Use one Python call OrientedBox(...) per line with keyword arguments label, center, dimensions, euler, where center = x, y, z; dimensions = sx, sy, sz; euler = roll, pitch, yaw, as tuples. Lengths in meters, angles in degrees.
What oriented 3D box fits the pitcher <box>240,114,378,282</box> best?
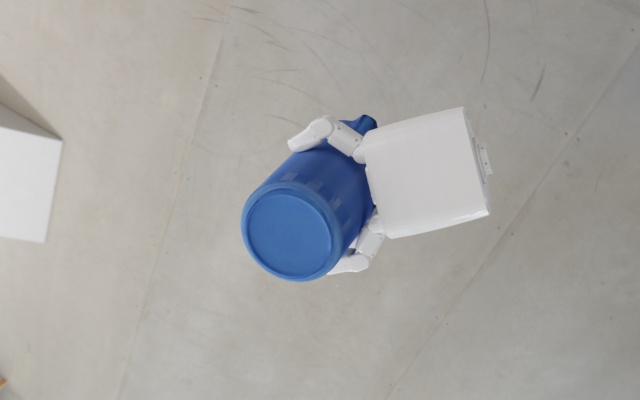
OrientedBox(label="pitcher", center=(0.000, 0.002, 0.567), dimensions=(0.145, 0.149, 0.242), euler=(-13, 16, 22))
